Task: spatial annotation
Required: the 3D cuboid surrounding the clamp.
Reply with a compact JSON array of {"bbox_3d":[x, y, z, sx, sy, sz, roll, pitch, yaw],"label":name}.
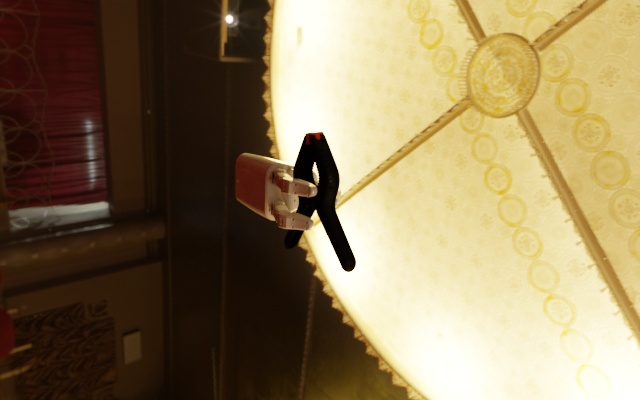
[{"bbox_3d":[0.001,0.002,0.734,0.036,0.210,0.164,-12,23,-39],"label":"clamp"}]
